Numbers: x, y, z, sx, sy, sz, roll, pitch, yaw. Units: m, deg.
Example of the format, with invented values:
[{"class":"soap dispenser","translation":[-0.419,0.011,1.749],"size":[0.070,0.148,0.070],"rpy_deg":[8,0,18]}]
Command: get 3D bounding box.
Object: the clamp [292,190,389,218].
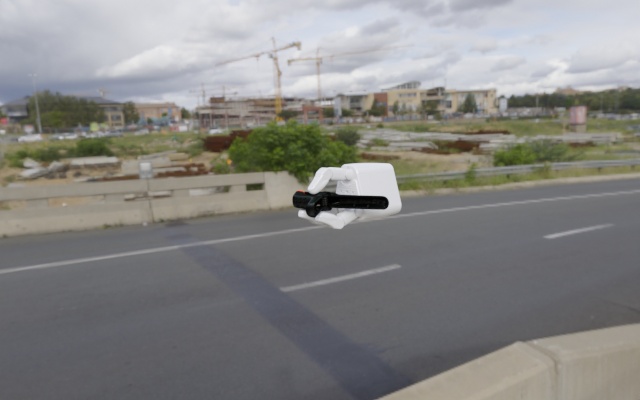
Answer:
[{"class":"clamp","translation":[0.000,0.002,0.894],"size":[0.164,0.036,0.210],"rpy_deg":[-5,8,-36]}]
